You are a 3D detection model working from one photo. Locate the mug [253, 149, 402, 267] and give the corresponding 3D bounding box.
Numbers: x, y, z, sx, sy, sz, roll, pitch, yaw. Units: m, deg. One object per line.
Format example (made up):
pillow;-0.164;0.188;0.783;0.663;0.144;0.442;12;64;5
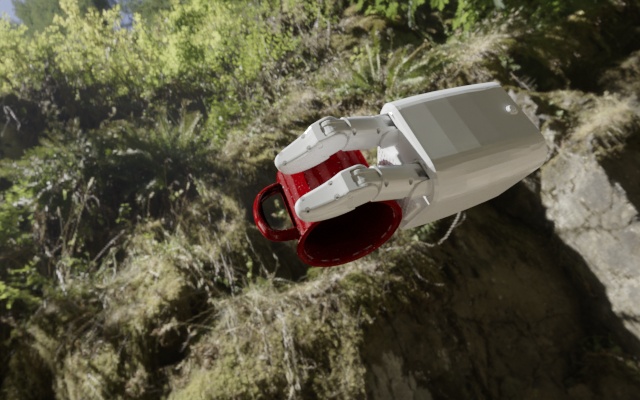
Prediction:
mug;-0.001;0.002;0.411;0.117;0.081;0.093;-15;-35;-14
